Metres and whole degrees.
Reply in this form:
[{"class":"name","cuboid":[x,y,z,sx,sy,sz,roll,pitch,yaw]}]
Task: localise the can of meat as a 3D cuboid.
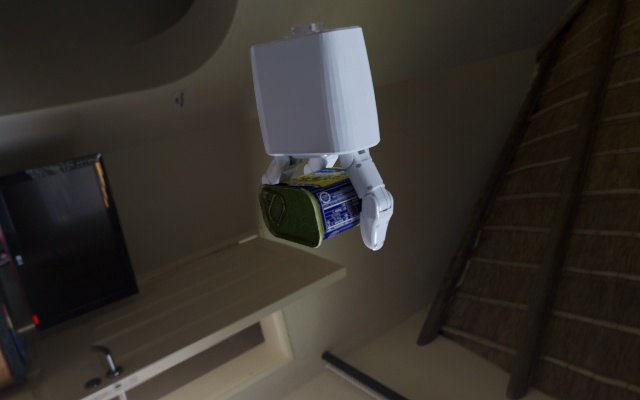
[{"class":"can of meat","cuboid":[0.000,0.002,0.480,0.084,0.057,0.102,-21,16,-33]}]
